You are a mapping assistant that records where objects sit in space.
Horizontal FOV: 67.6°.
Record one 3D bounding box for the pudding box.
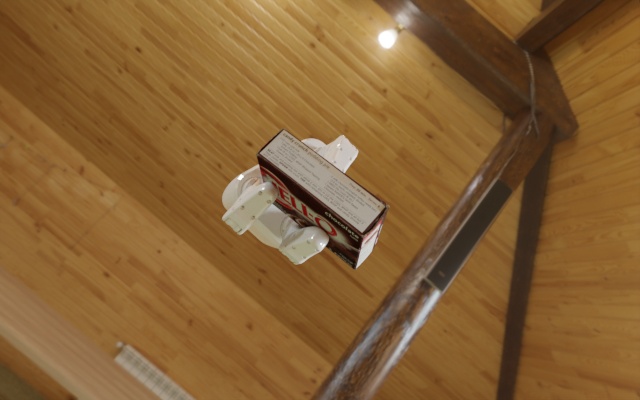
[{"bbox_3d":[0.000,0.001,0.410,0.113,0.039,0.090,36,-18,14],"label":"pudding box"}]
